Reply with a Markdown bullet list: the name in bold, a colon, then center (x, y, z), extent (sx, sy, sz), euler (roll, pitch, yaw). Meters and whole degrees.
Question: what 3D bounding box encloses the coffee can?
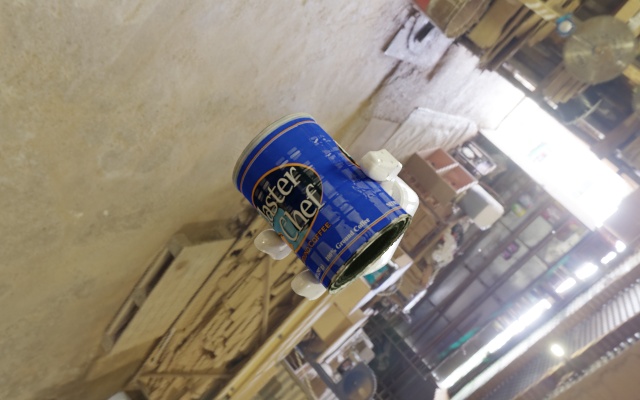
- **coffee can**: center (0.000, 0.001, 0.448), extent (0.140, 0.103, 0.103), euler (47, 18, 18)
